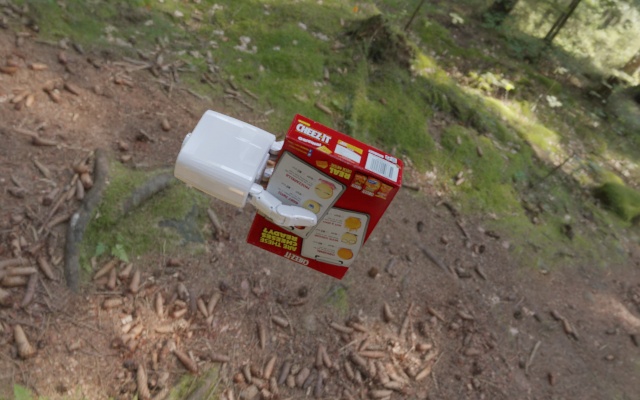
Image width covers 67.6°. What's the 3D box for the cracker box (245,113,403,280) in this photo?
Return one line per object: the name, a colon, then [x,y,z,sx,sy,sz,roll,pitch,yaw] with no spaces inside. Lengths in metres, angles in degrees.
cracker box: [0.000,0.002,0.695,0.164,0.214,0.072,23,41,-4]
